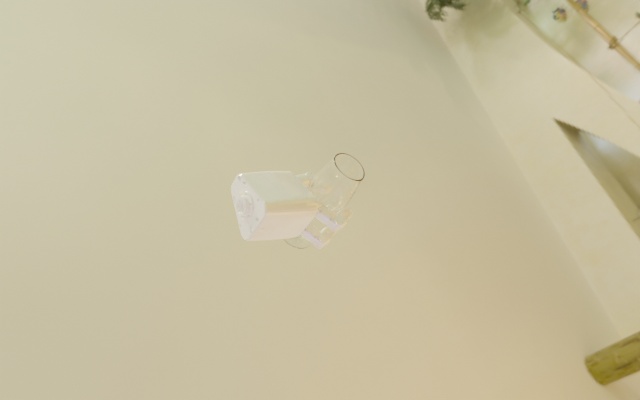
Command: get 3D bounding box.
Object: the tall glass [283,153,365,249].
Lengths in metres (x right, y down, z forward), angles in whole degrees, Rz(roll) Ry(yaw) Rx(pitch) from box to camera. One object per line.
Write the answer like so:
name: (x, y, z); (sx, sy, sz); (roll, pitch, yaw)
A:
tall glass: (0.000, 0.003, 0.869); (0.079, 0.079, 0.201); (0, -37, -39)
